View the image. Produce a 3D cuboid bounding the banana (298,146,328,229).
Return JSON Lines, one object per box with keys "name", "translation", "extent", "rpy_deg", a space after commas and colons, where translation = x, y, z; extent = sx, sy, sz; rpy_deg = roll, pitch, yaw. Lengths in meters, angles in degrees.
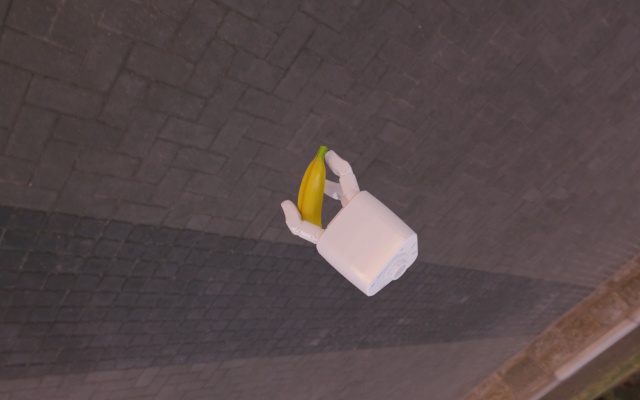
{"name": "banana", "translation": [-0.010, 0.010, 0.775], "extent": [0.037, 0.198, 0.069], "rpy_deg": [28, 46, 21]}
